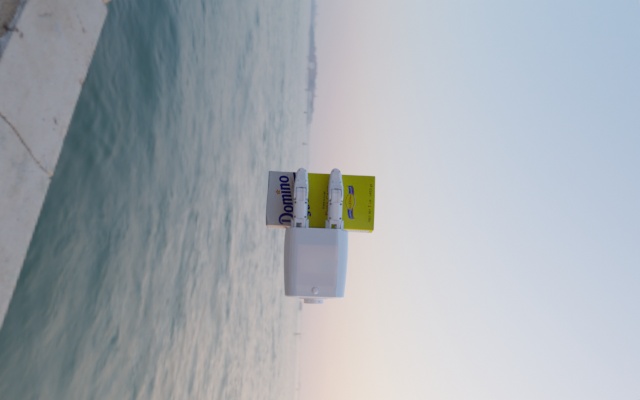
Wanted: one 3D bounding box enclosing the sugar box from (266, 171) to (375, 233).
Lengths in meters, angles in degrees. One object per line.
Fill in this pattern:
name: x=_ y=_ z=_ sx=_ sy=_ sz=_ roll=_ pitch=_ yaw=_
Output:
sugar box: x=0.000 y=0.003 z=0.788 sx=0.176 sy=0.093 sz=0.048 roll=2 pitch=-10 yaw=-2
